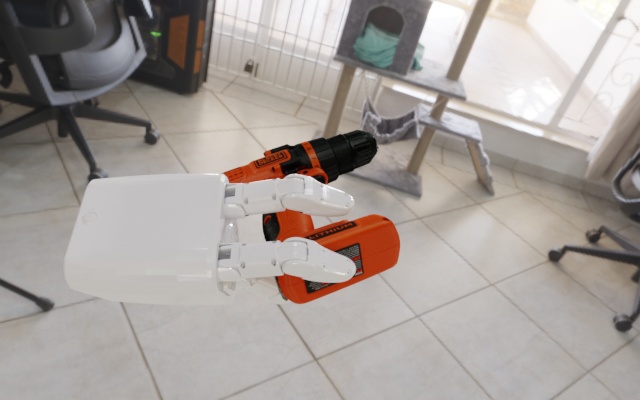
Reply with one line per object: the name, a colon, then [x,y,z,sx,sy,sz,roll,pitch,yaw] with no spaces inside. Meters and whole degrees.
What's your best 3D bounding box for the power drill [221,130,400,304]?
power drill: [0.000,0.002,0.456,0.184,0.057,0.187,-22,35,-10]
